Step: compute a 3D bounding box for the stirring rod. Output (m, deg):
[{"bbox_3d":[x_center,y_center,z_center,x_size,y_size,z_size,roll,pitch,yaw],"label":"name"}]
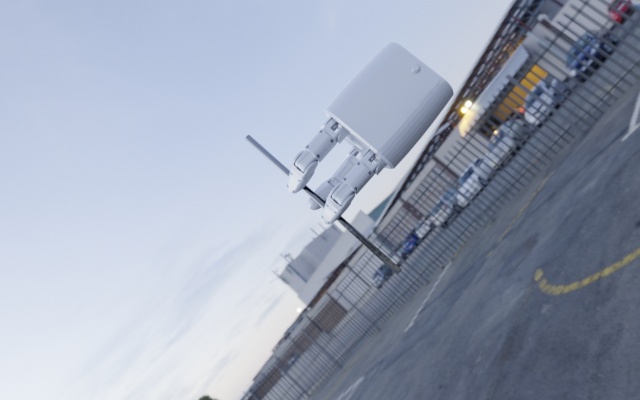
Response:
[{"bbox_3d":[0.000,0.002,0.555,0.239,0.011,0.011,41,9,11],"label":"stirring rod"}]
